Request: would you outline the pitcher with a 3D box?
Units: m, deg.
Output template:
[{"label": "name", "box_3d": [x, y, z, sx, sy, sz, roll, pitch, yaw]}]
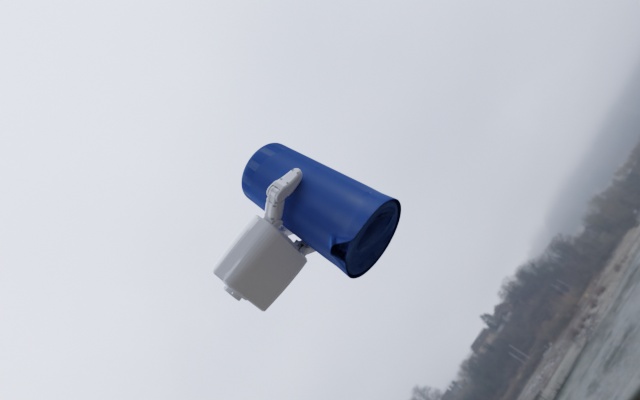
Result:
[{"label": "pitcher", "box_3d": [0.000, 0.003, 0.752, 0.242, 0.145, 0.149, 32, -13, 28]}]
